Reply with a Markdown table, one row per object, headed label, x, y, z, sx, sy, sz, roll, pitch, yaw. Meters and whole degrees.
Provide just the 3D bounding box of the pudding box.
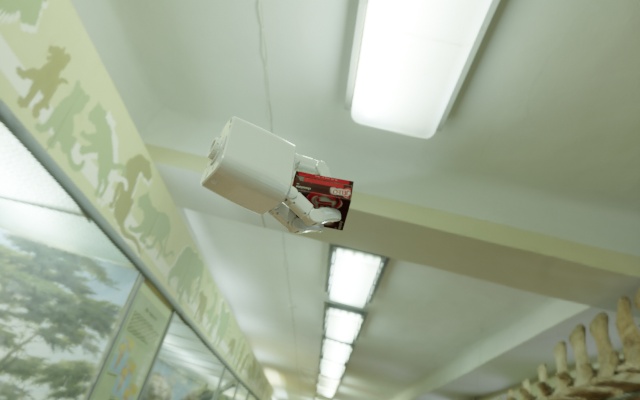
| label | x | y | z | sx | sy | sz | roll | pitch | yaw |
| --- | --- | --- | --- | --- | --- | --- | --- | --- | --- |
| pudding box | 0.000 | 0.002 | 0.746 | 0.090 | 0.039 | 0.113 | 11 | -25 | 2 |
